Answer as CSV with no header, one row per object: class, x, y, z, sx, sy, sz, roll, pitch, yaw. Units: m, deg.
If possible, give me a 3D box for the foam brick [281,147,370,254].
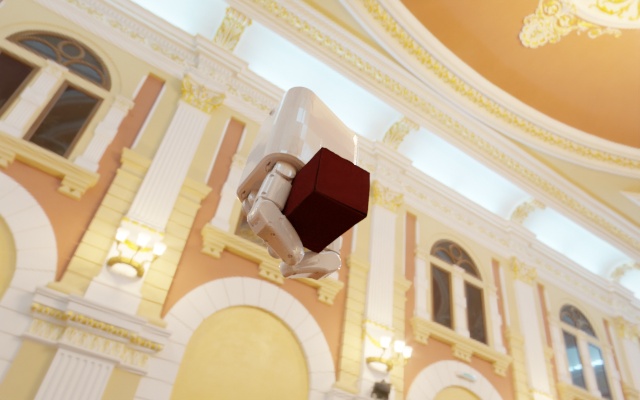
foam brick,0.000,0.001,0.419,0.053,0.051,0.078,28,-41,-20
